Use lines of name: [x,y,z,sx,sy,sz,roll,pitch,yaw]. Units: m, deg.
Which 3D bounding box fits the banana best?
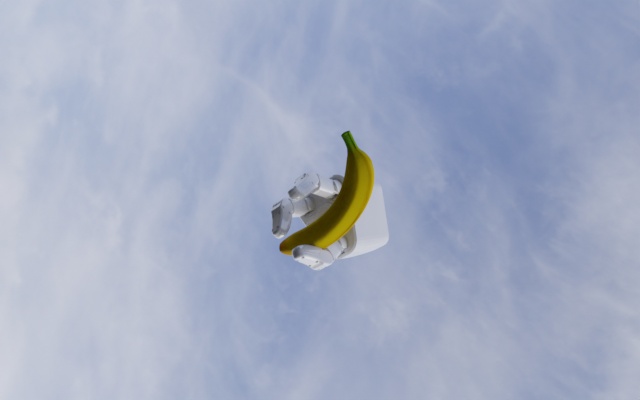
banana: [0.015,0.011,0.595,0.069,0.198,0.037,42,30,19]
